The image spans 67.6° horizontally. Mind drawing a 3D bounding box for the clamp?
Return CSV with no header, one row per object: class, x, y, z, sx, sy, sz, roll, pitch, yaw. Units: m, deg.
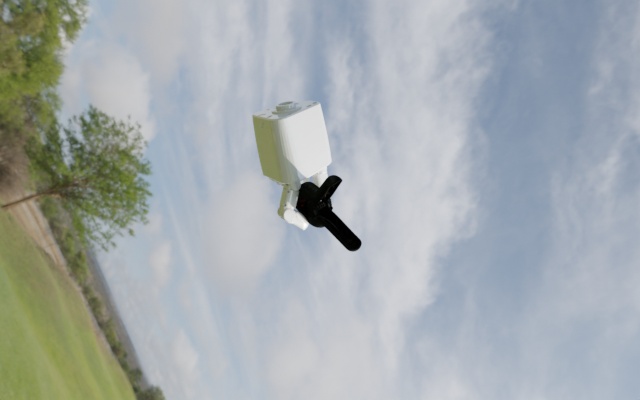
clamp,0.001,0.002,0.749,0.039,0.120,0.171,-21,26,-28
